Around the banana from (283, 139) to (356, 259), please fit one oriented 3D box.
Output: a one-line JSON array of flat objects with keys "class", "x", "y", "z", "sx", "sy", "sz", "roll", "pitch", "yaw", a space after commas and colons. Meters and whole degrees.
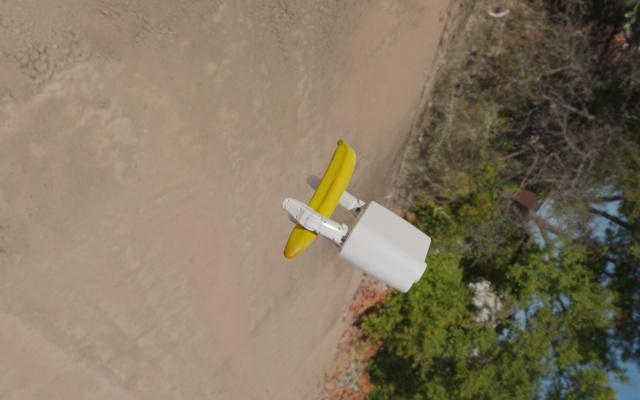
[{"class": "banana", "x": 0.005, "y": -0.003, "z": 0.681, "sx": 0.037, "sy": 0.197, "sz": 0.069, "roll": 29, "pitch": -10, "yaw": -7}]
